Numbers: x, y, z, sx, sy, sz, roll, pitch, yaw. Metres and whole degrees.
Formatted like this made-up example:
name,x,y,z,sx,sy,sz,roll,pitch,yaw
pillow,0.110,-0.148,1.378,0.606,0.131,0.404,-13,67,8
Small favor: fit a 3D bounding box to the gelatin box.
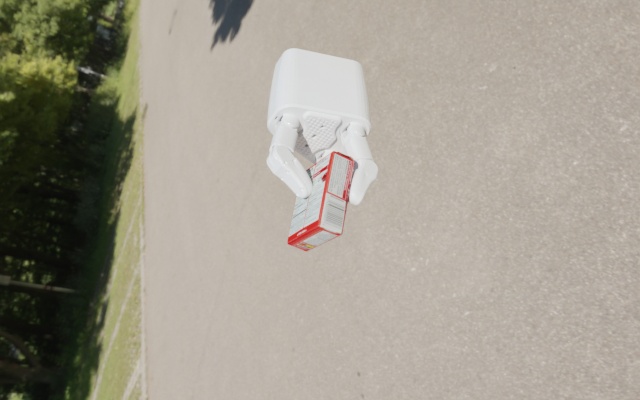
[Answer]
name,x,y,z,sx,sy,sz,roll,pitch,yaw
gelatin box,0.000,0.002,0.501,0.030,0.089,0.073,22,-28,-22
